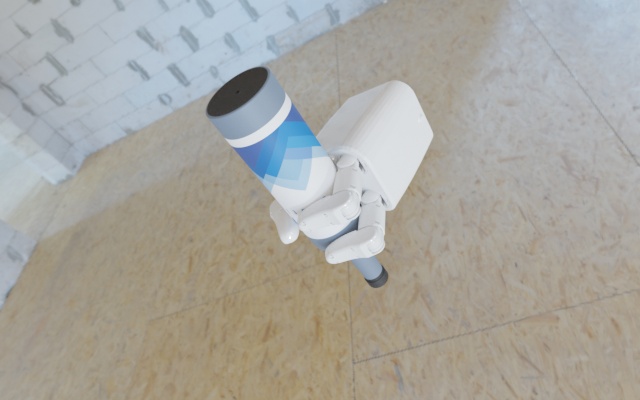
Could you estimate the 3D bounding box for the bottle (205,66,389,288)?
[{"bbox_3d":[0.000,0.002,0.491,0.069,0.069,0.296,0,-39,38],"label":"bottle"}]
